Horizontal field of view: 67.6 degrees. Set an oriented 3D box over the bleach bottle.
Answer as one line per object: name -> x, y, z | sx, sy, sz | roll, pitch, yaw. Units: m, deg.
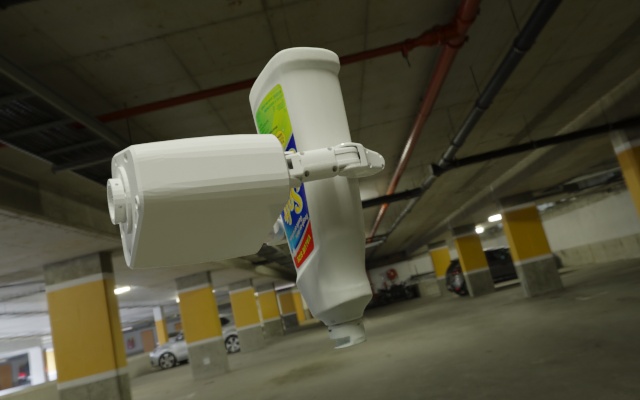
bleach bottle -> 0.000, 0.001, 0.425 | 0.068, 0.250, 0.102 | -7, -13, -30
